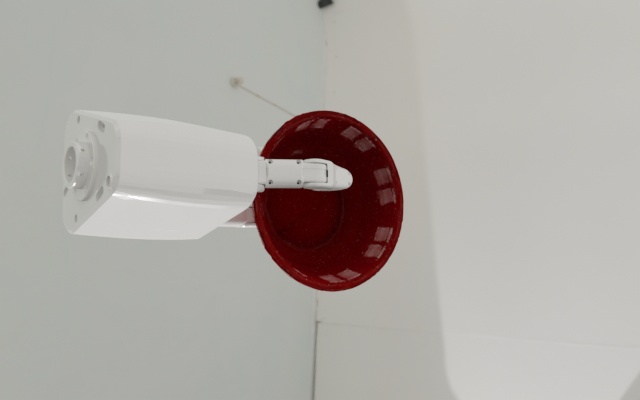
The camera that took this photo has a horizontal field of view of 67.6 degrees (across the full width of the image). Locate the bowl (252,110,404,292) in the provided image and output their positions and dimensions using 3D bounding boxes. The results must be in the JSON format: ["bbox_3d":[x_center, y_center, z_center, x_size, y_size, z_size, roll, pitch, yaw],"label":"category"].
[{"bbox_3d":[0.001,0.002,0.446,0.162,0.162,0.055,0,-5,-32],"label":"bowl"}]
